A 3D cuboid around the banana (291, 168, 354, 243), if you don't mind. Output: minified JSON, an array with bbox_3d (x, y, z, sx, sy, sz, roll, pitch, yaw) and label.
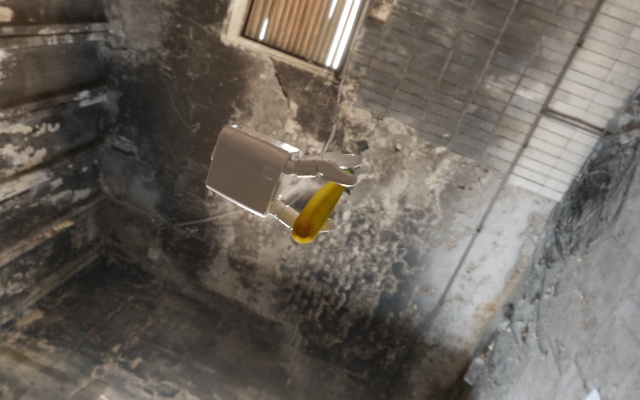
[{"bbox_3d":[-0.006,0.015,0.669,0.037,0.070,0.197,28,33,4],"label":"banana"}]
